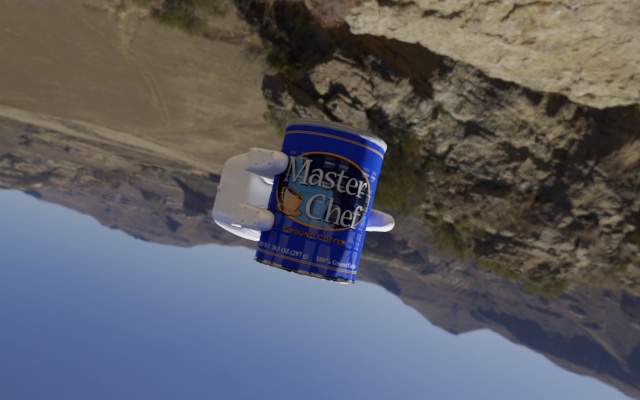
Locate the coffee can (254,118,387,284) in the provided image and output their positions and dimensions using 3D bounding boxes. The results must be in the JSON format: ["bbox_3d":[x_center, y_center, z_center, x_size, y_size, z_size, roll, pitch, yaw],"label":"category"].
[{"bbox_3d":[0.000,0.001,0.473,0.103,0.140,0.103,13,-4,1],"label":"coffee can"}]
